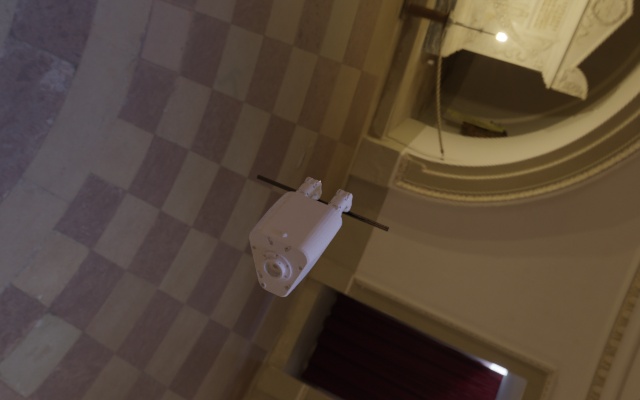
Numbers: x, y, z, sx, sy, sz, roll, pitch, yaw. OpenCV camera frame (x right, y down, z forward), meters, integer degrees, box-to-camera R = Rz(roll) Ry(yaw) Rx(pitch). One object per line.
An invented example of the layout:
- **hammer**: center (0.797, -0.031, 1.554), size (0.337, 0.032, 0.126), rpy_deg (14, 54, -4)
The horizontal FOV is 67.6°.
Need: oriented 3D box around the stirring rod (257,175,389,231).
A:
- **stirring rod**: center (0.000, 0.003, 0.792), size (0.239, 0.011, 0.011), rpy_deg (22, 6, 15)
